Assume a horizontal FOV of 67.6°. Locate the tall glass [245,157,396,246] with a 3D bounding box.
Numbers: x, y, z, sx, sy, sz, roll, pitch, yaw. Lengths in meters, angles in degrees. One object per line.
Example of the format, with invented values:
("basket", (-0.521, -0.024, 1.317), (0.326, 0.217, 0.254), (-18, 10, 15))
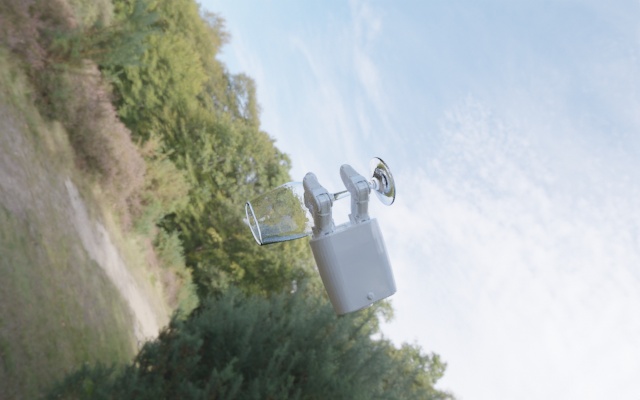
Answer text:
("tall glass", (0.001, 0.002, 0.665), (0.201, 0.079, 0.079), (-18, 5, -17))
